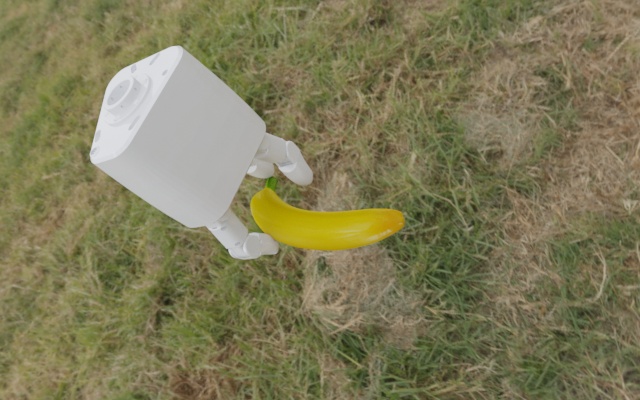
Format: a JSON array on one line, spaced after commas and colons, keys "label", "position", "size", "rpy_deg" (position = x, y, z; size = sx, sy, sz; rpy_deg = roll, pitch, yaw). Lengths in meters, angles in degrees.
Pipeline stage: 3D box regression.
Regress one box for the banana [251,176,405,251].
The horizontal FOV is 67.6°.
[{"label": "banana", "position": [-0.012, 0.016, 0.472], "size": [0.197, 0.069, 0.037], "rpy_deg": [18, -20, 43]}]
